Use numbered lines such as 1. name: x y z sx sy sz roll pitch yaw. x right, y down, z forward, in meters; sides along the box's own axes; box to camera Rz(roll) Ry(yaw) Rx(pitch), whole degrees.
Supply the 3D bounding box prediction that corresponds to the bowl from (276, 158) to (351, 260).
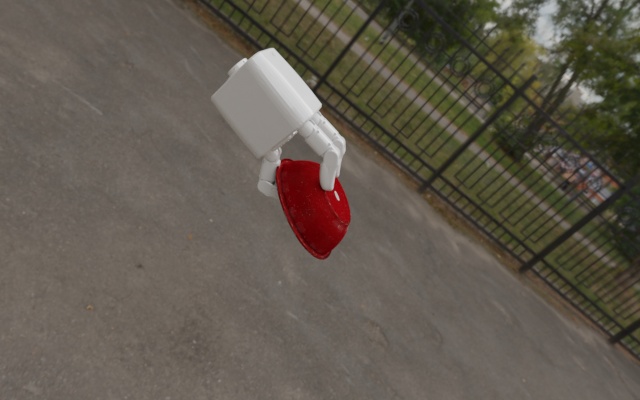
1. bowl: 0.001 0.003 0.702 0.055 0.162 0.162 -23 -8 18
